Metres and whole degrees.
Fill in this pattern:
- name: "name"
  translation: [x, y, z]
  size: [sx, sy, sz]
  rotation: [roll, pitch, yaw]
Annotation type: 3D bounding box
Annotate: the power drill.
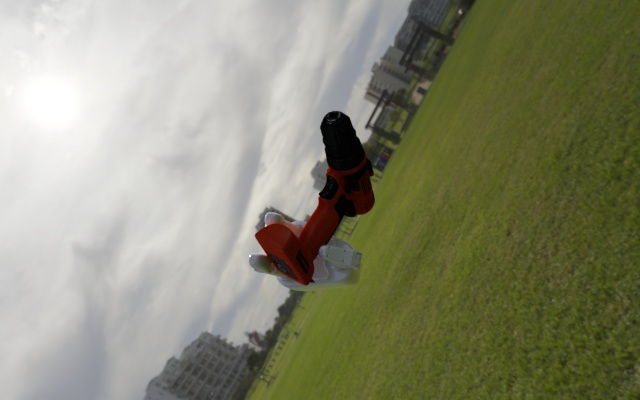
- name: "power drill"
  translation: [0.000, 0.002, 0.617]
  size: [0.057, 0.187, 0.185]
  rotation: [24, -27, 34]
